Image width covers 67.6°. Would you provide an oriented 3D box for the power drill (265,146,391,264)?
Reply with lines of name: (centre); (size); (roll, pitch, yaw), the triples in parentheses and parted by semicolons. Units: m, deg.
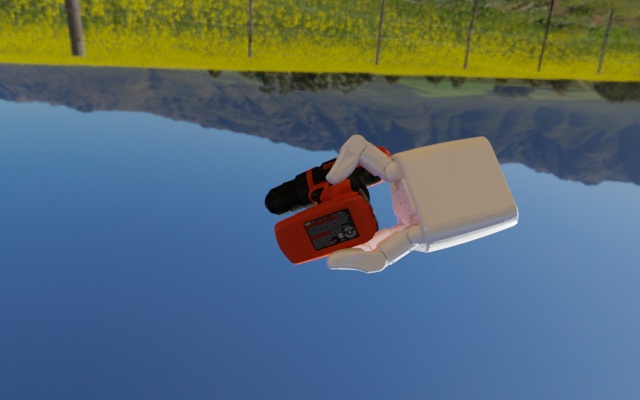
power drill: (0.000, 0.002, 0.578); (0.184, 0.057, 0.187); (-22, 20, 15)
